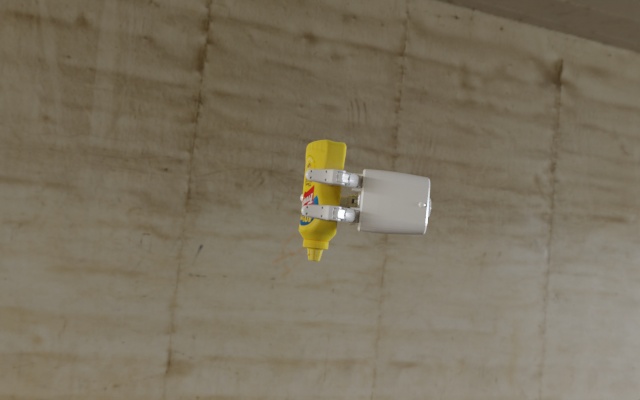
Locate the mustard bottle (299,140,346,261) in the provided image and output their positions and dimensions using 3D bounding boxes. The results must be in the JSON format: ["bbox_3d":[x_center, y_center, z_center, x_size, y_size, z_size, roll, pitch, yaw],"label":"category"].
[{"bbox_3d":[0.000,0.002,0.778,0.058,0.191,0.096,7,-4,-22],"label":"mustard bottle"}]
